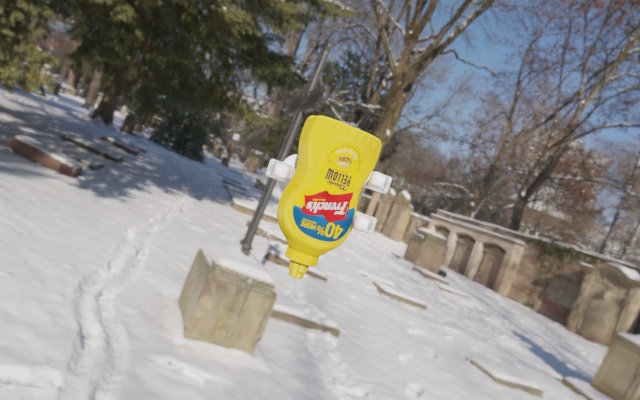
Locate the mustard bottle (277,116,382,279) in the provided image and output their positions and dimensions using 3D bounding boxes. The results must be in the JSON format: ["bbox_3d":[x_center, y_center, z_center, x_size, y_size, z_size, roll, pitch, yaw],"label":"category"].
[{"bbox_3d":[0.000,0.002,0.576,0.096,0.191,0.058,18,2,-26],"label":"mustard bottle"}]
